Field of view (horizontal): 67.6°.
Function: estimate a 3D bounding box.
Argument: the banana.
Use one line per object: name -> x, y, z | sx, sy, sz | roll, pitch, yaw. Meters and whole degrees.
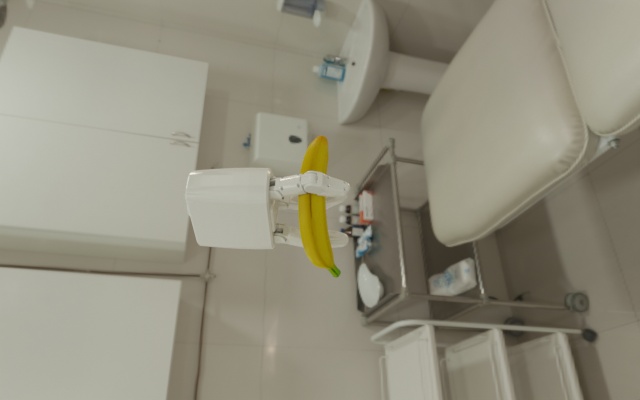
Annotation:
banana -> -0.006, 0.003, 0.634 | 0.037, 0.197, 0.069 | -7, -10, 18
